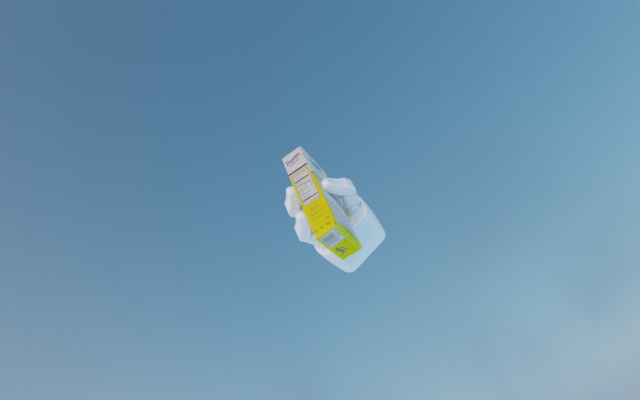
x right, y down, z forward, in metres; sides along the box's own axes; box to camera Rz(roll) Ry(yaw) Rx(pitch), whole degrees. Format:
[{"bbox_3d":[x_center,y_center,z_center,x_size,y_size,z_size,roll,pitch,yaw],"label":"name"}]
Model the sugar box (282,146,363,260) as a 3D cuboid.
[{"bbox_3d":[0.000,0.003,0.769,0.048,0.176,0.093,-35,-40,9],"label":"sugar box"}]
